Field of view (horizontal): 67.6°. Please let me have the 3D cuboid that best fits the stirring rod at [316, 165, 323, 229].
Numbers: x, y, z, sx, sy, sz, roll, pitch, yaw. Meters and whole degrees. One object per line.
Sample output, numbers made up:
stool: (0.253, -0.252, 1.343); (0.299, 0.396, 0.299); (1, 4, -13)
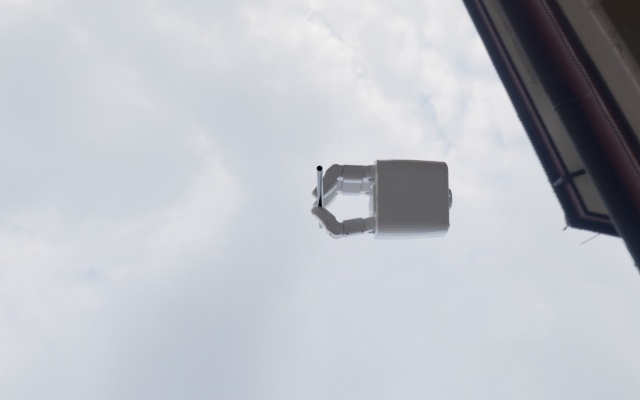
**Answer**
stirring rod: (0.000, 0.002, 0.691); (0.011, 0.011, 0.240); (0, -20, 1)
